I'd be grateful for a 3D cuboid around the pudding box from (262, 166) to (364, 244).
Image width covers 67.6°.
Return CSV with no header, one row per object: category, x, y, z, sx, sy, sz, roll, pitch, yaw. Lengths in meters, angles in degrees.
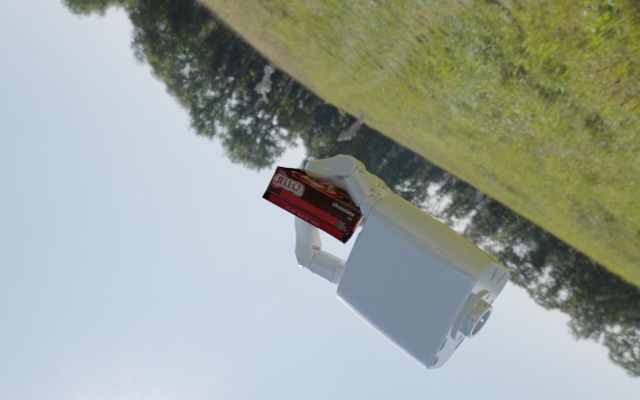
pudding box,0.000,0.002,0.480,0.090,0.039,0.113,30,4,6
